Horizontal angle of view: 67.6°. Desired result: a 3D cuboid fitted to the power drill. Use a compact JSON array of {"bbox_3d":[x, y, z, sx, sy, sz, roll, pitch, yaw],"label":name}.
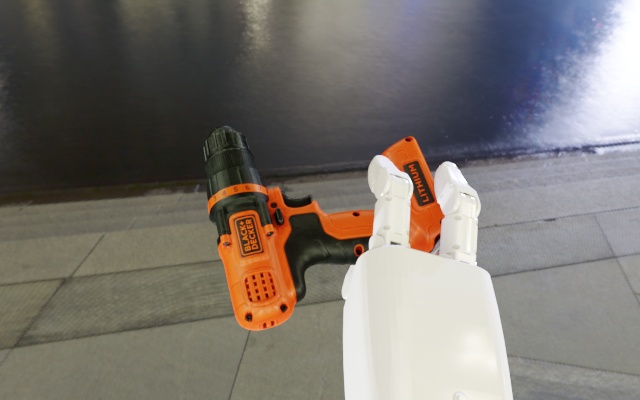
[{"bbox_3d":[0.001,0.001,0.409,0.187,0.184,0.057,-13,-24,-9],"label":"power drill"}]
